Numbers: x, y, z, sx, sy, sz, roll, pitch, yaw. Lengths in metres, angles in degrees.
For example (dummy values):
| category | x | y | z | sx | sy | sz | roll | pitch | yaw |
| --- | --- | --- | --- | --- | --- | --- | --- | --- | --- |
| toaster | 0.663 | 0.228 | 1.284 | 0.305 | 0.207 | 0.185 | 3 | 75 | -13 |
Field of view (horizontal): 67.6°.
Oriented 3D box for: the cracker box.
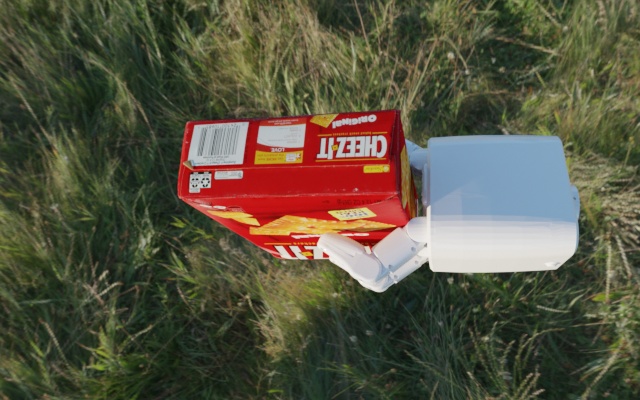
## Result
| category | x | y | z | sx | sy | sz | roll | pitch | yaw |
| --- | --- | --- | --- | --- | --- | --- | --- | --- | --- |
| cracker box | 0.000 | 0.001 | 0.428 | 0.164 | 0.072 | 0.214 | -1 | -19 | 15 |
